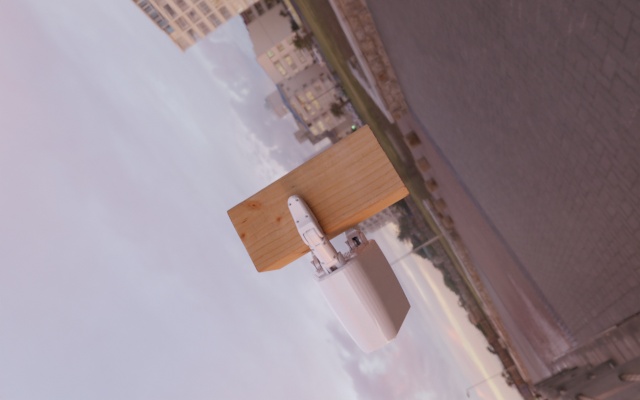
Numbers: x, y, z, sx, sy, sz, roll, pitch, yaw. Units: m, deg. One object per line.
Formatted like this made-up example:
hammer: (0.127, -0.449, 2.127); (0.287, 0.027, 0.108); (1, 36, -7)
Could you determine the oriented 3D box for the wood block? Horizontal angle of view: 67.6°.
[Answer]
wood block: (0.000, 0.002, 0.612); (0.206, 0.090, 0.091); (-31, -11, 9)
